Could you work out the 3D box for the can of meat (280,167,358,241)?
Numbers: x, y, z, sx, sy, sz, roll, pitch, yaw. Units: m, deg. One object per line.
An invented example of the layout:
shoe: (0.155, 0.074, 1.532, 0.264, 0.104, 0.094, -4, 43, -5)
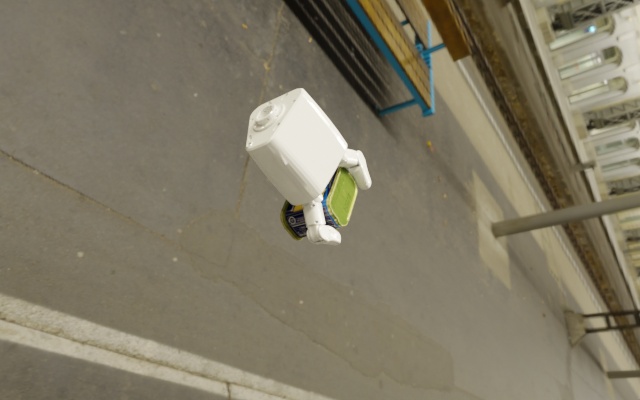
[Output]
can of meat: (0.000, 0.002, 0.695, 0.084, 0.057, 0.102, -16, 36, 32)
